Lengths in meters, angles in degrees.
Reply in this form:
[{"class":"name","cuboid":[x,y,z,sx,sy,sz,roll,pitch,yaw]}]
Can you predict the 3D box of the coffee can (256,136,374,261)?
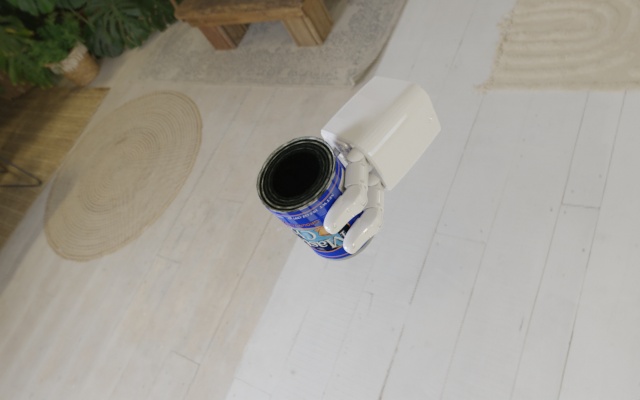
[{"class":"coffee can","cuboid":[0.000,0.002,0.597,0.103,0.102,0.140,0,-29,29]}]
